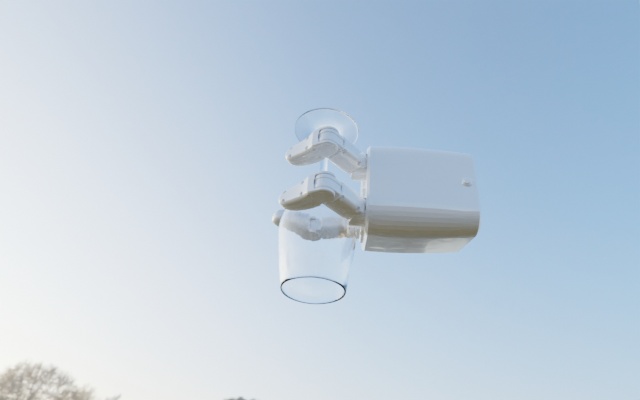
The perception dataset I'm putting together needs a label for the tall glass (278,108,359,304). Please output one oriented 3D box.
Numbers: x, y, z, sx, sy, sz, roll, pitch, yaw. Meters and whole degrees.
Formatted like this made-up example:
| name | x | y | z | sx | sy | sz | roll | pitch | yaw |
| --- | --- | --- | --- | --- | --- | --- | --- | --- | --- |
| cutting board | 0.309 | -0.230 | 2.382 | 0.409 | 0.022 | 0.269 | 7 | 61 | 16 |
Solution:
| name | x | y | z | sx | sy | sz | roll | pitch | yaw |
| --- | --- | --- | --- | --- | --- | --- | --- | --- | --- |
| tall glass | 0.000 | 0.001 | 0.495 | 0.079 | 0.201 | 0.079 | 4 | -34 | 2 |
